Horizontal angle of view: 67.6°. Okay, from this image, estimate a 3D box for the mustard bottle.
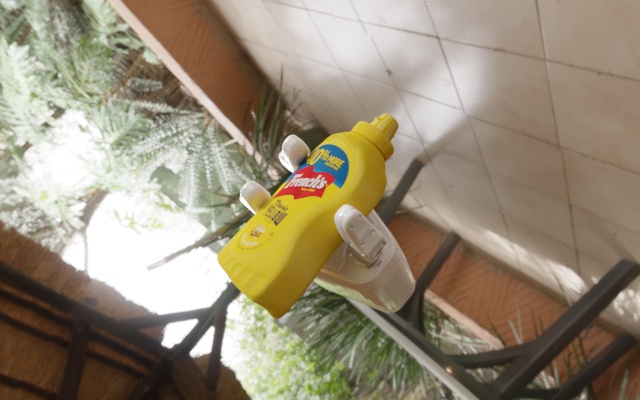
[{"bbox_3d":[0.000,0.001,0.404,0.058,0.191,0.096,46,-9,-29],"label":"mustard bottle"}]
